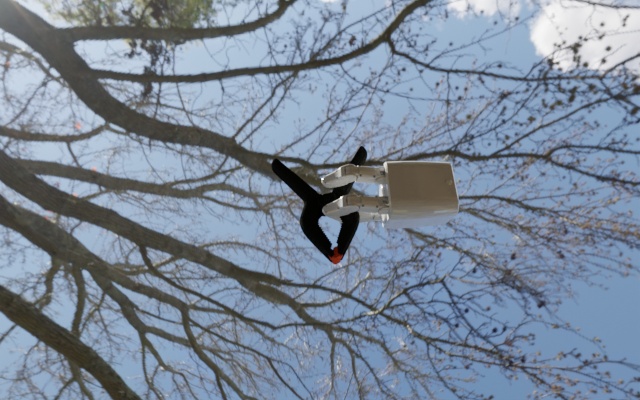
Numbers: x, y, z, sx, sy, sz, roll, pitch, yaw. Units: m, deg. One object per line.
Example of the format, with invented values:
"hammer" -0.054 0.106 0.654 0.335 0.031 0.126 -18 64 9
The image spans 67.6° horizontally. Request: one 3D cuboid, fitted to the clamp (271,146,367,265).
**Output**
"clamp" 0.000 0.003 0.775 0.164 0.209 0.036 -3 -30 3
